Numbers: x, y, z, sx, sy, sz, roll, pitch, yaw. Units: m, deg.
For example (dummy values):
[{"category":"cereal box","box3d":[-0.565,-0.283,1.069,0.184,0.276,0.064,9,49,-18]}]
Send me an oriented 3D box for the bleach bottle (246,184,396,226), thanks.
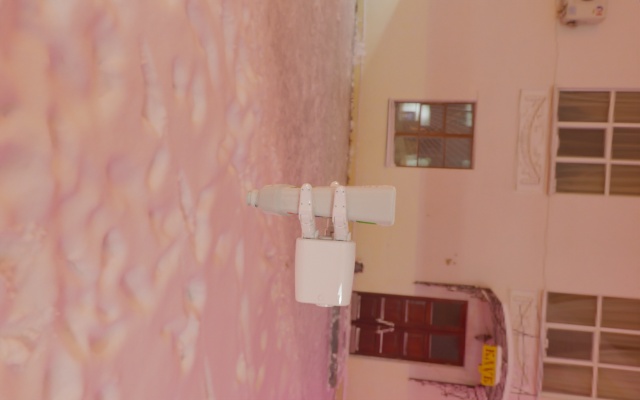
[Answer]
[{"category":"bleach bottle","box3d":[0.000,0.003,0.817,0.251,0.068,0.102,3,-1,11]}]
